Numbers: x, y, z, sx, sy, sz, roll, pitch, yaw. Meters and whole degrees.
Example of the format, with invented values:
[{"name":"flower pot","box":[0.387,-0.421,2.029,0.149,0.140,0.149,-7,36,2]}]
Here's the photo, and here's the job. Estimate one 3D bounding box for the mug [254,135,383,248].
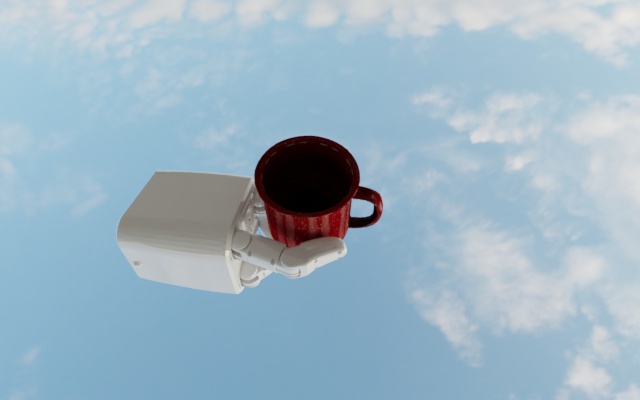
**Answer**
[{"name":"mug","box":[0.002,0.002,0.449,0.117,0.093,0.082,7,-35,5]}]
